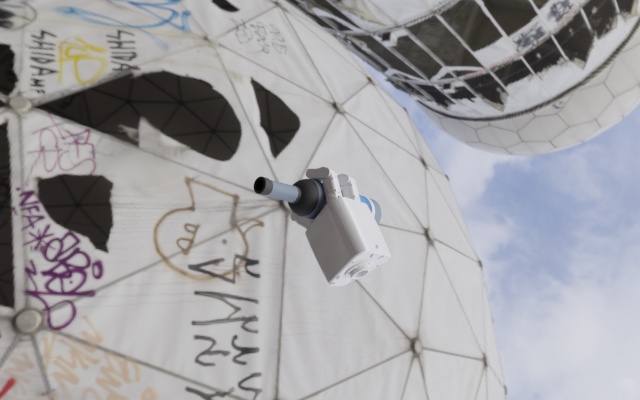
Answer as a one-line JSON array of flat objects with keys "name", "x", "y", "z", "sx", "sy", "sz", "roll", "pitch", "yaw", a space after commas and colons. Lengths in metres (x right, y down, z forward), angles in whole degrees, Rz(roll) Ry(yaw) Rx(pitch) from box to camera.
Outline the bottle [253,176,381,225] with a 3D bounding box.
[{"name": "bottle", "x": 0.000, "y": 0.003, "z": 0.835, "sx": 0.069, "sy": 0.069, "sz": 0.296, "roll": 0, "pitch": -10, "yaw": 40}]
